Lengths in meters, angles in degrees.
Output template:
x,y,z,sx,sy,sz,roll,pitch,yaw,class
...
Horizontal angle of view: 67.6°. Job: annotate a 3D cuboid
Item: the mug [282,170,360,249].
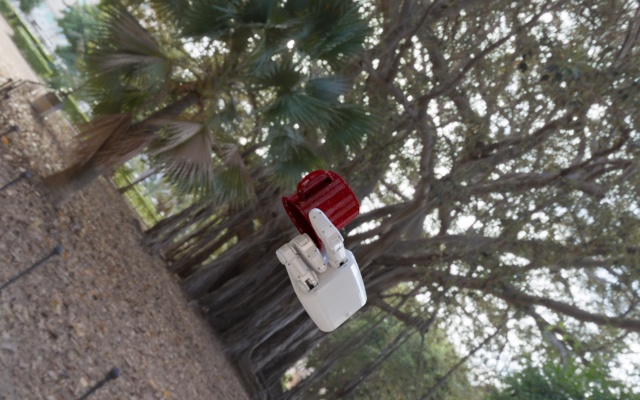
x,y,z,sx,sy,sz,roll,pitch,yaw,class
0.000,0.001,0.689,0.081,0.117,0.093,-36,47,-15,mug
